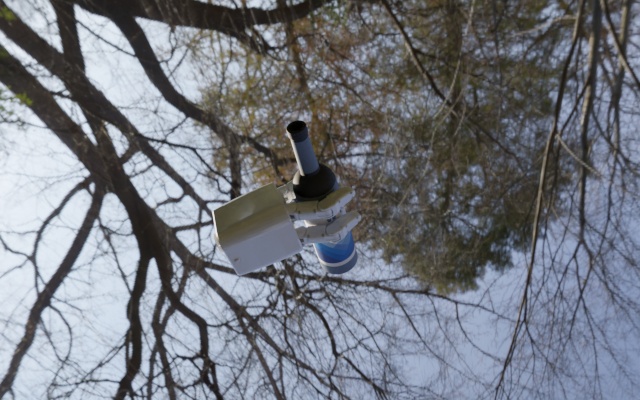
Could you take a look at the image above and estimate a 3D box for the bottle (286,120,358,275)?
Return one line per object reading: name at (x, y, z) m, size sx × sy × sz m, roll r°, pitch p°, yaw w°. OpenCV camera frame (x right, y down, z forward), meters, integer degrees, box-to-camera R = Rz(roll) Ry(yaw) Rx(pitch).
bottle at (0.000, 0.003, 0.730) m, size 0.069 × 0.069 × 0.296 m, roll 0°, pitch -43°, yaw 17°
